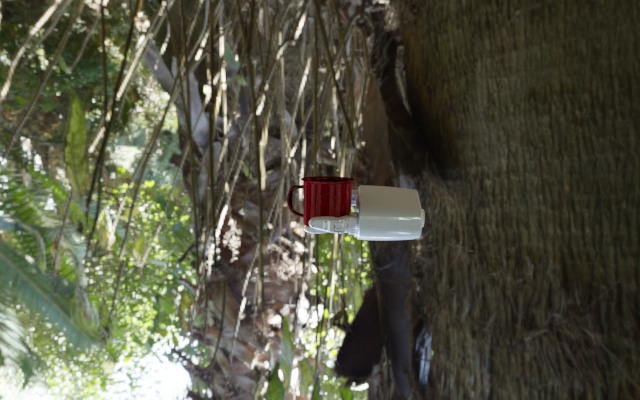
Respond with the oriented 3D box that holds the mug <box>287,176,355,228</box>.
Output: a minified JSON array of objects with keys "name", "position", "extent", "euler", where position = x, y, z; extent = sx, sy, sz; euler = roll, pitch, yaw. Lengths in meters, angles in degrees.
[{"name":"mug","position":[-0.001,0.003,0.820],"extent":[0.117,0.081,0.093],"euler":[2,8,5]}]
